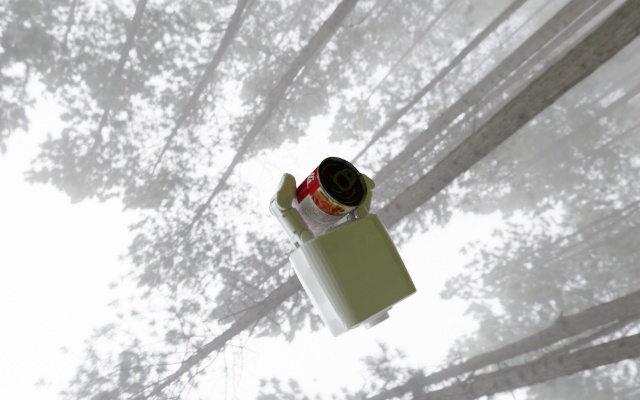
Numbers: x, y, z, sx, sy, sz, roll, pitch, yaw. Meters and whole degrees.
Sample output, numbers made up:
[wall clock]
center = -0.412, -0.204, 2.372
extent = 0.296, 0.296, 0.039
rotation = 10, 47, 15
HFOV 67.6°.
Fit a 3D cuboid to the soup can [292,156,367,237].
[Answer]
[soup can]
center = 0.000, 0.002, 0.581
extent = 0.068, 0.068, 0.102
rotation = 0, -29, -36
